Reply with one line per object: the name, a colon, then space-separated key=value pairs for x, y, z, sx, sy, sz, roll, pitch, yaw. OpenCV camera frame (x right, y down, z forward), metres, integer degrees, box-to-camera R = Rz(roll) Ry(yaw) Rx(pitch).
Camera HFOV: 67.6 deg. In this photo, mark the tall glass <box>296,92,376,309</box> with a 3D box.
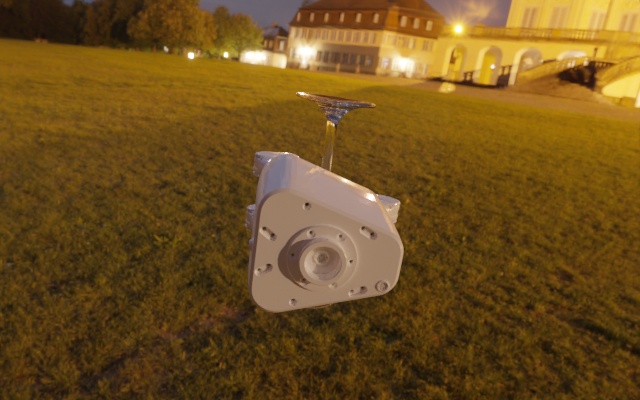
tall glass: x=0.000 y=0.001 z=0.466 sx=0.079 sy=0.201 sz=0.079 roll=8 pitch=15 yaw=-2
